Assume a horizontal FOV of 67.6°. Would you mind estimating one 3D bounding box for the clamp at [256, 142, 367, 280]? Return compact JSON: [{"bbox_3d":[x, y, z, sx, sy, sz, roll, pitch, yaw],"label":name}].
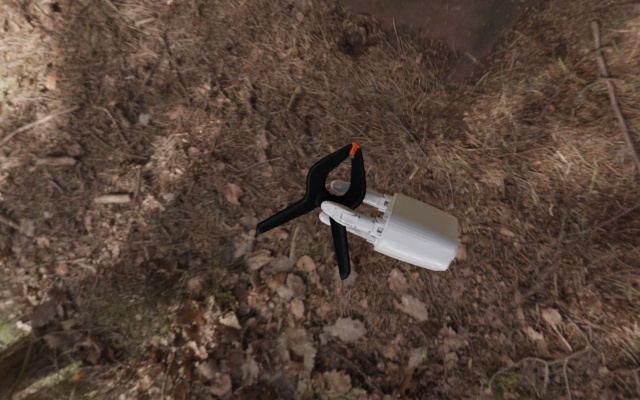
[{"bbox_3d":[0.000,0.002,0.739,0.164,0.210,0.036,20,11,3],"label":"clamp"}]
